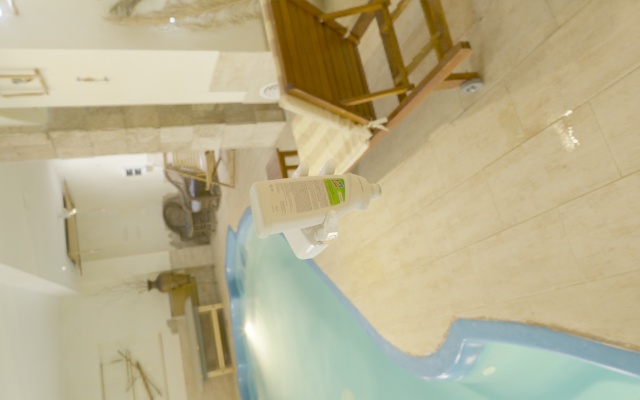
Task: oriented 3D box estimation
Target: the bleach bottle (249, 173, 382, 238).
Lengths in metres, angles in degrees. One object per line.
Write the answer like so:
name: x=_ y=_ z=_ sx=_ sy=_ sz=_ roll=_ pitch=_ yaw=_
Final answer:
bleach bottle: x=0.000 y=0.003 z=0.894 sx=0.251 sy=0.102 sz=0.068 roll=-7 pitch=-19 yaw=-21
